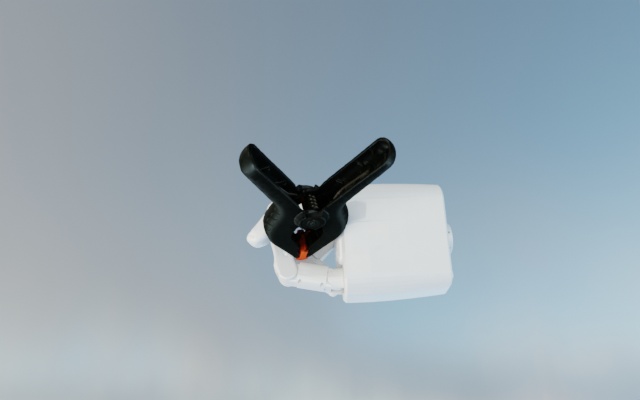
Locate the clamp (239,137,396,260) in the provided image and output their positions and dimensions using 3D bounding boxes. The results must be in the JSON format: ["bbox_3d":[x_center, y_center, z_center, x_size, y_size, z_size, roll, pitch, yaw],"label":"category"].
[{"bbox_3d":[0.000,0.002,0.419,0.120,0.039,0.172,-4,-29,-1],"label":"clamp"}]
